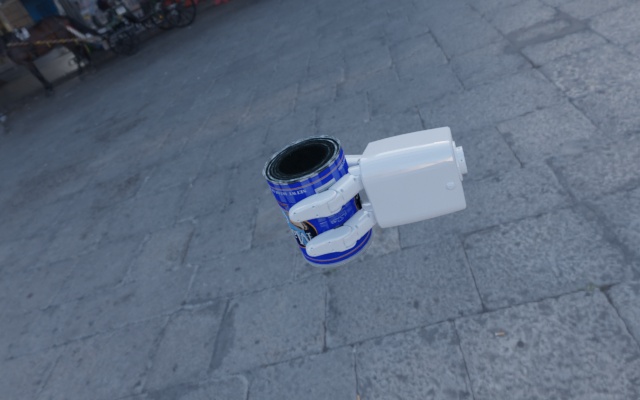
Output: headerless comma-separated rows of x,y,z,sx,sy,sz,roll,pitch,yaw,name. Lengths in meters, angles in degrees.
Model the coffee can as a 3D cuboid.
0.000,0.002,0.617,0.103,0.140,0.102,-17,32,11,coffee can
